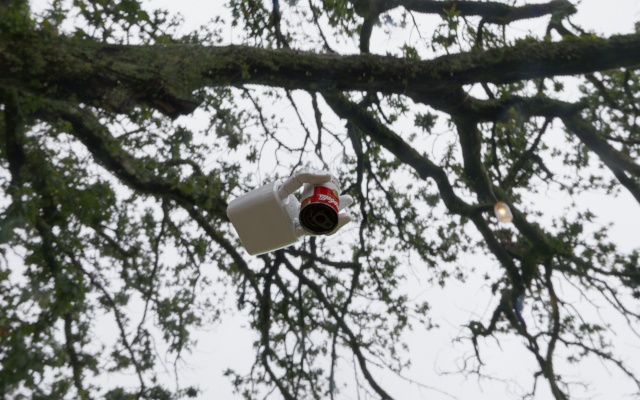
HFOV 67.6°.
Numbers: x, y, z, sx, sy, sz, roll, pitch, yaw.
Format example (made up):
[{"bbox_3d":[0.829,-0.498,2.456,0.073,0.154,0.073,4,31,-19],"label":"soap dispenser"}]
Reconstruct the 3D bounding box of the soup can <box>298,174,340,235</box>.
[{"bbox_3d":[0.001,0.002,0.839,0.068,0.069,0.102,0,35,5],"label":"soup can"}]
